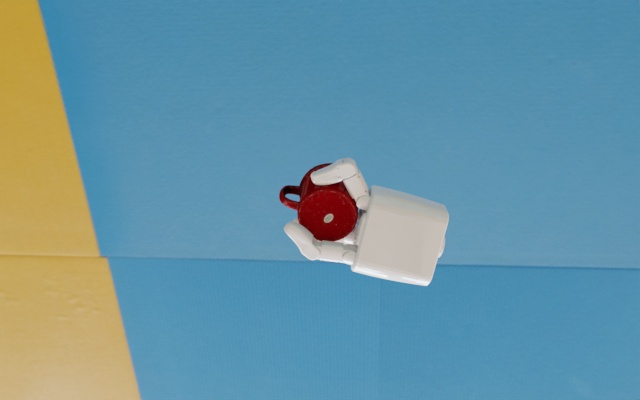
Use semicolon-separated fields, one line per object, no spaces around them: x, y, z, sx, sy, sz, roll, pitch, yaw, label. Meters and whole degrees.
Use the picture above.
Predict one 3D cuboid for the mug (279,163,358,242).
-0.001;0.002;0.665;0.117;0.093;0.081;14;25;-2;mug
